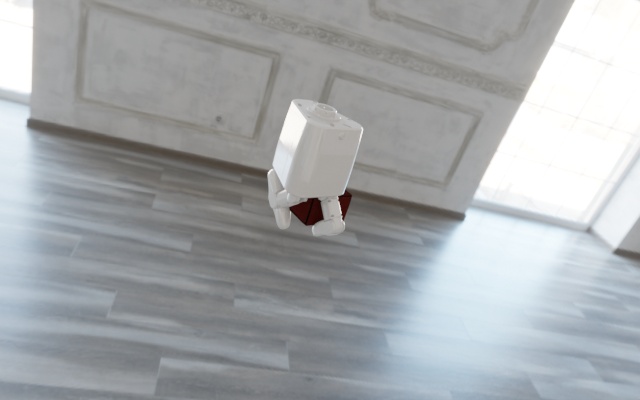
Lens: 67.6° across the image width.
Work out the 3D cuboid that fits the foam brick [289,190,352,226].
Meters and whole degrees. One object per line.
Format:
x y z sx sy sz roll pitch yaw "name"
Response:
0.000 0.002 0.744 0.078 0.051 0.053 -4 32 -39 "foam brick"
